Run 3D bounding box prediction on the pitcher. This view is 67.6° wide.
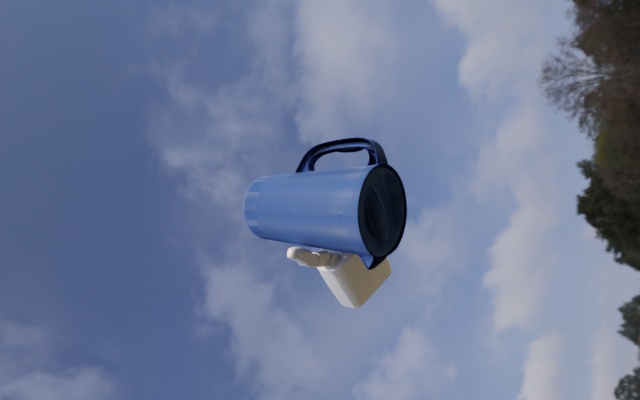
[{"bbox_3d":[0.000,0.003,0.734,0.243,0.145,0.149,2,45,38],"label":"pitcher"}]
